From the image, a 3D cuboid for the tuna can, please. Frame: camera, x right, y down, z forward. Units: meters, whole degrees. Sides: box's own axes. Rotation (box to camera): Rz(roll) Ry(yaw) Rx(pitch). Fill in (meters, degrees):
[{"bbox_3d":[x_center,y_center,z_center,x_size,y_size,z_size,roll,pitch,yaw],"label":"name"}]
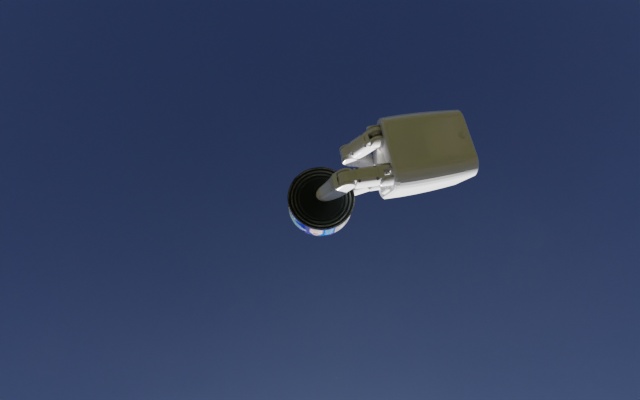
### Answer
[{"bbox_3d":[0.000,0.002,0.620,0.086,0.086,0.034,0,-21,-4],"label":"tuna can"}]
